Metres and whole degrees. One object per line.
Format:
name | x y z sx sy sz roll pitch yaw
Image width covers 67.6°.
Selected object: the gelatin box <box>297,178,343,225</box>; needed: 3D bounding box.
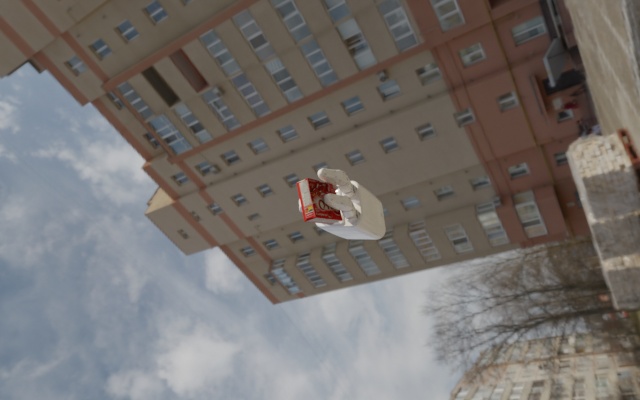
gelatin box | 0.000 0.003 0.862 0.030 0.073 0.089 -21 -18 32
